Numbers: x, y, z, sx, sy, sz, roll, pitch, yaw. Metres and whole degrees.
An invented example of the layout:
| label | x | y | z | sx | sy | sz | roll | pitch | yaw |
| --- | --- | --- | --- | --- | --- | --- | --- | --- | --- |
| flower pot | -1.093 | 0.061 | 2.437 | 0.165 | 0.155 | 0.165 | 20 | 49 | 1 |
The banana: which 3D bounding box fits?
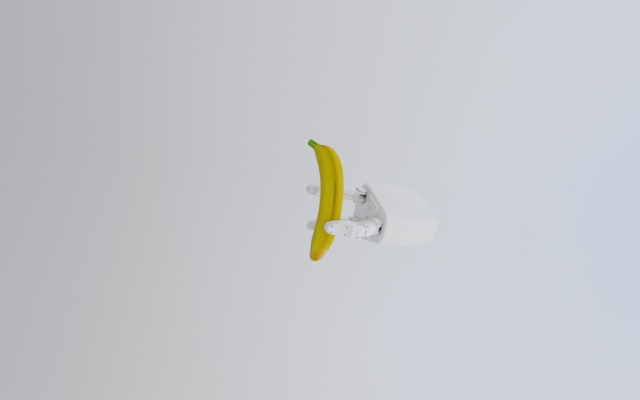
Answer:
| label | x | y | z | sx | sy | sz | roll | pitch | yaw |
| --- | --- | --- | --- | --- | --- | --- | --- | --- | --- |
| banana | 0.009 | -0.002 | 0.751 | 0.037 | 0.198 | 0.069 | 3 | -5 | -28 |
